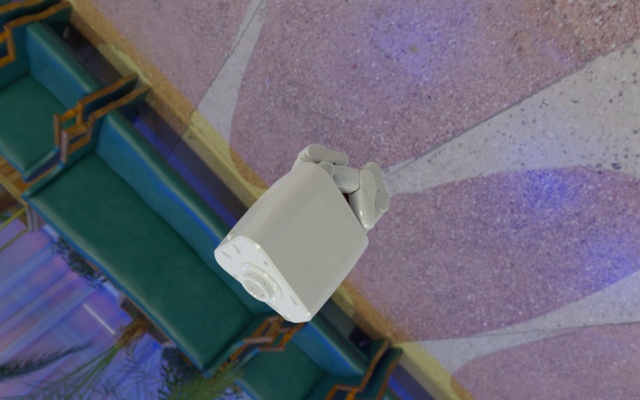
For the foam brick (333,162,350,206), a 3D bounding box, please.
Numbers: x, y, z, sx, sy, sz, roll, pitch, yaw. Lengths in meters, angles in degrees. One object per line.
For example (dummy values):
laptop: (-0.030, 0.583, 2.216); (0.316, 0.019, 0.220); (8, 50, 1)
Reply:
foam brick: (0.000, 0.002, 0.545); (0.051, 0.053, 0.078); (-51, 13, -33)
